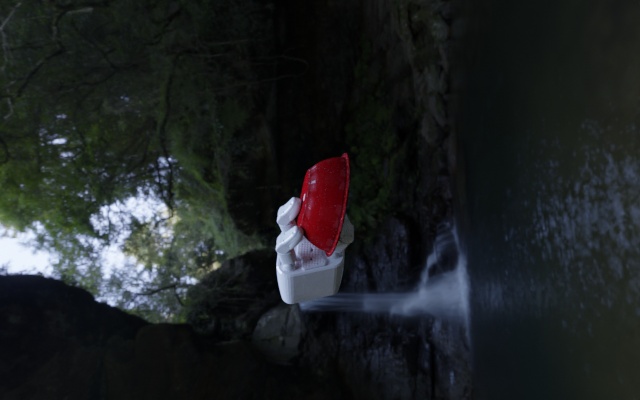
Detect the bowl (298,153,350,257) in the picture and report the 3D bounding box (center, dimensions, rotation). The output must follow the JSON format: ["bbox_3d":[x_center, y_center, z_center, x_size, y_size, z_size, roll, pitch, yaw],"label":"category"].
[{"bbox_3d":[0.000,0.001,0.730,0.055,0.162,0.162,10,-1,-8],"label":"bowl"}]
